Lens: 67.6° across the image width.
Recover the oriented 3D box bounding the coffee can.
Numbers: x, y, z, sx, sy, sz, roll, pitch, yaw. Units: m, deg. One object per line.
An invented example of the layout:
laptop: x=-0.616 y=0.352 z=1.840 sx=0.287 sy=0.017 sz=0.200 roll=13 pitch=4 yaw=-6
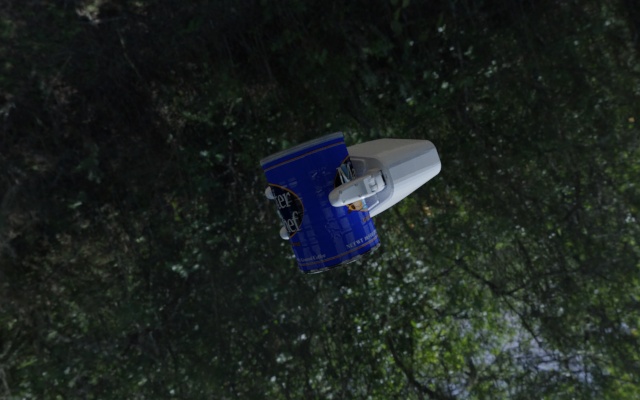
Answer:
coffee can: x=0.000 y=0.002 z=0.564 sx=0.103 sy=0.140 sz=0.103 roll=-20 pitch=4 yaw=1
